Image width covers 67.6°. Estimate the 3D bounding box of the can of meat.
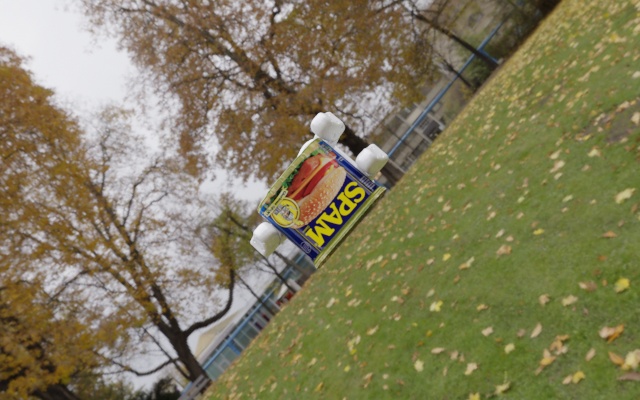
[{"bbox_3d":[0.000,0.001,0.472,0.084,0.102,0.057,41,-1,8],"label":"can of meat"}]
